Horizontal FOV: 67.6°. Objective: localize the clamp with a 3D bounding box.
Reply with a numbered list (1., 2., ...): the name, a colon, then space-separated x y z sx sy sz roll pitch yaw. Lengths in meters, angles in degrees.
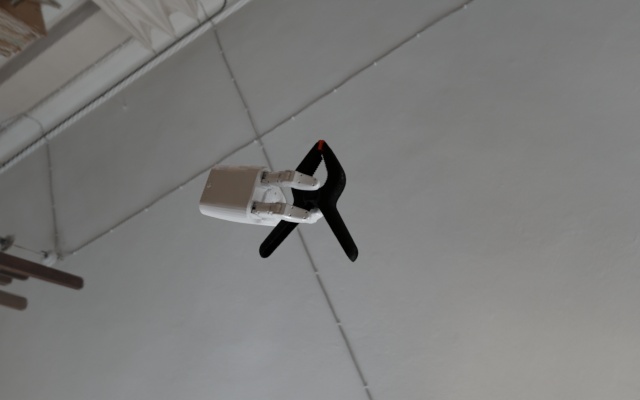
1. clamp: 0.000 0.002 0.761 0.164 0.210 0.036 7 -20 25
